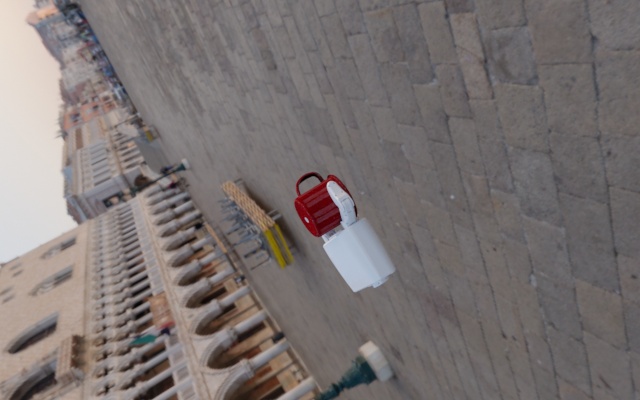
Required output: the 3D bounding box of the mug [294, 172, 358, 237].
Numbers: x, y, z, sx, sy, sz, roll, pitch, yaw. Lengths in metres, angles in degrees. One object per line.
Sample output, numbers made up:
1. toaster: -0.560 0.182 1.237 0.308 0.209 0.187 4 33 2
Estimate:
1. mug: -0.001 0.002 0.856 0.081 0.117 0.093 -31 -8 -15
